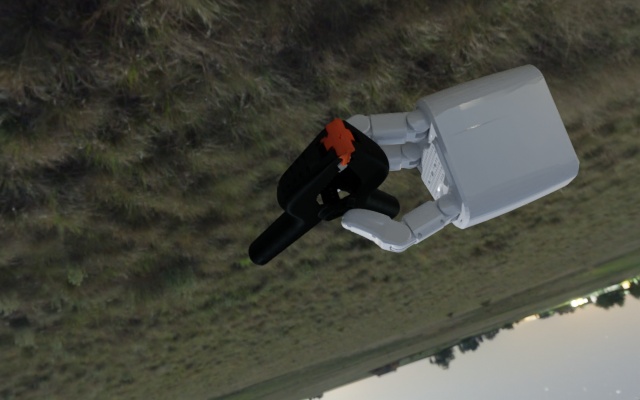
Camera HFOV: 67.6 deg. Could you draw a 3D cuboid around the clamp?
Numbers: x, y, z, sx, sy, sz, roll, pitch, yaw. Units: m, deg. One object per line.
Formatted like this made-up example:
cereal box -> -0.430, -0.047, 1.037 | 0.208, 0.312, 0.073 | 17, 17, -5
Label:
clamp -> 0.001, 0.002, 0.414 | 0.164, 0.036, 0.210 | -22, -20, -4
